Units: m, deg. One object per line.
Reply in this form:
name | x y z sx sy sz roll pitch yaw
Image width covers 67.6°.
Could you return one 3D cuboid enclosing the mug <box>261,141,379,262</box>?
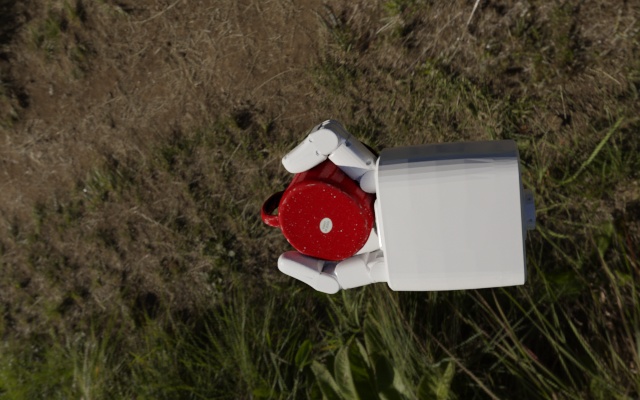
mug | -0.001 0.002 0.434 0.117 0.093 0.081 -5 28 19
